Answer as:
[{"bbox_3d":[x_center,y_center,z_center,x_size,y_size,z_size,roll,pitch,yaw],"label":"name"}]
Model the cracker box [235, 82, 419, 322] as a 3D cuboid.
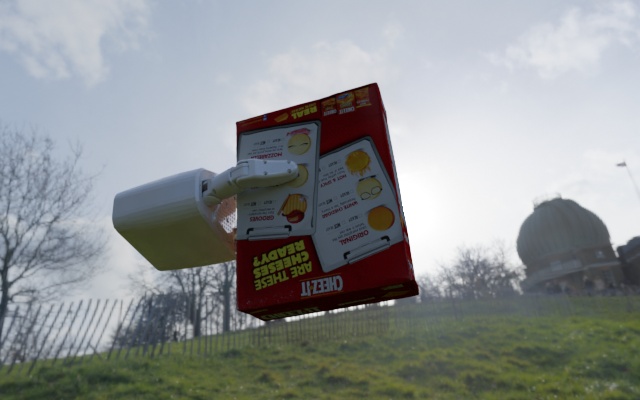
[{"bbox_3d":[0.000,0.001,0.489,0.164,0.213,0.072,-13,-27,14],"label":"cracker box"}]
